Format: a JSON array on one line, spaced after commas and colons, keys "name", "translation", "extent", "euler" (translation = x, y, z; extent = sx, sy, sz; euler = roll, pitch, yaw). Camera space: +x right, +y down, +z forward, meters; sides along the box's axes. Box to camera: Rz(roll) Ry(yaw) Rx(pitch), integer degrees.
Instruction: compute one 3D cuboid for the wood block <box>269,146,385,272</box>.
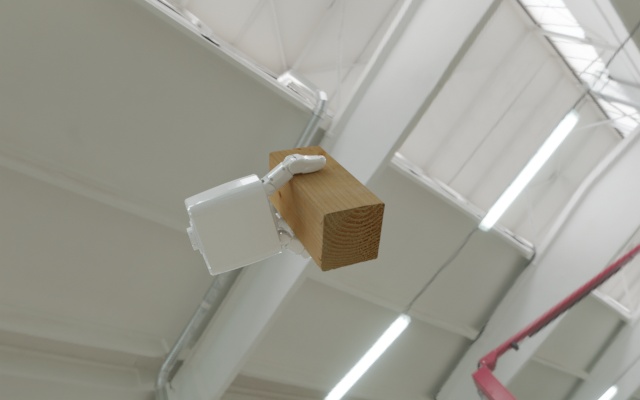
[{"name": "wood block", "translation": [0.000, 0.002, 0.702], "extent": [0.090, 0.091, 0.206], "euler": [-10, 32, -23]}]
